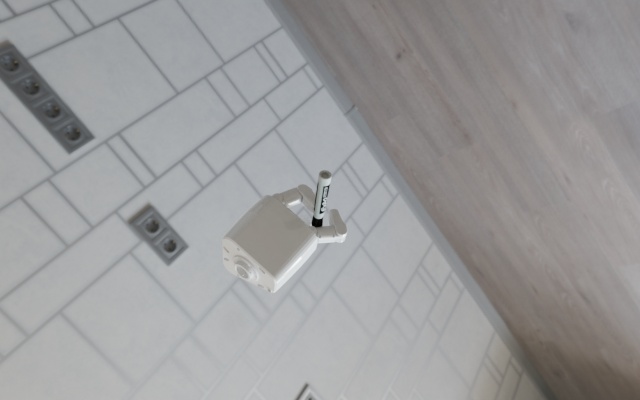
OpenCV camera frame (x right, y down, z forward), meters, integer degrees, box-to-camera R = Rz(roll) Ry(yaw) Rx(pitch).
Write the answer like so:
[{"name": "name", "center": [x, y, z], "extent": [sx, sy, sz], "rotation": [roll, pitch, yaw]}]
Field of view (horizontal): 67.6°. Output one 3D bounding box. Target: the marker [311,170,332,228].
[{"name": "marker", "center": [0.000, 0.002, 0.730], "extent": [0.020, 0.020, 0.121], "rotation": [0, -41, -9]}]
